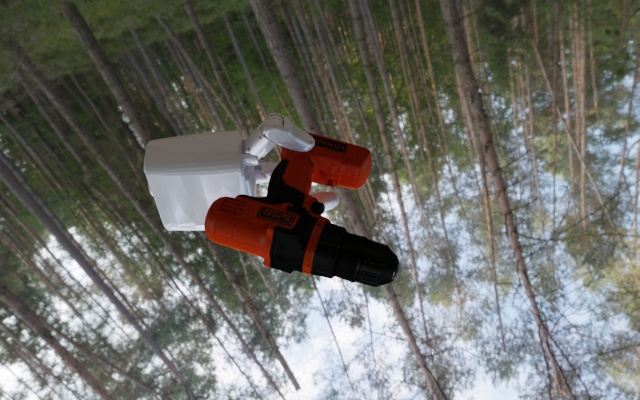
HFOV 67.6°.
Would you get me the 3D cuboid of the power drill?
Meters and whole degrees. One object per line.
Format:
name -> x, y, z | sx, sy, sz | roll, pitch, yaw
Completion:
power drill -> 0.000, 0.001, 0.494 | 0.184, 0.057, 0.187 | 17, 35, 7
